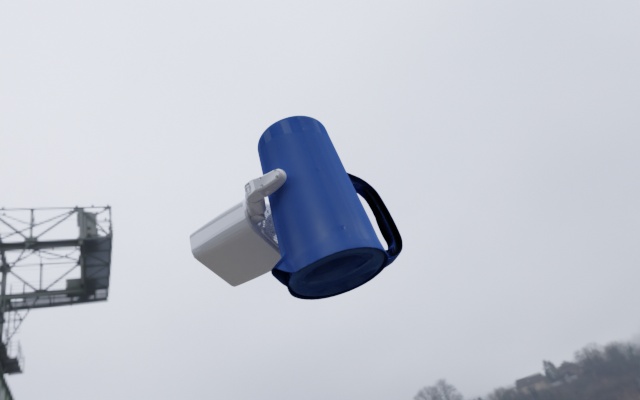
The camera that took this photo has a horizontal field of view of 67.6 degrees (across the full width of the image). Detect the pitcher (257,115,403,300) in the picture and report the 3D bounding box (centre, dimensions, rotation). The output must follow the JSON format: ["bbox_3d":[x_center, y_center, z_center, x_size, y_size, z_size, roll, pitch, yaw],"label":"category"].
[{"bbox_3d":[0.000,0.002,0.661,0.145,0.242,0.149,-30,-33,16],"label":"pitcher"}]
